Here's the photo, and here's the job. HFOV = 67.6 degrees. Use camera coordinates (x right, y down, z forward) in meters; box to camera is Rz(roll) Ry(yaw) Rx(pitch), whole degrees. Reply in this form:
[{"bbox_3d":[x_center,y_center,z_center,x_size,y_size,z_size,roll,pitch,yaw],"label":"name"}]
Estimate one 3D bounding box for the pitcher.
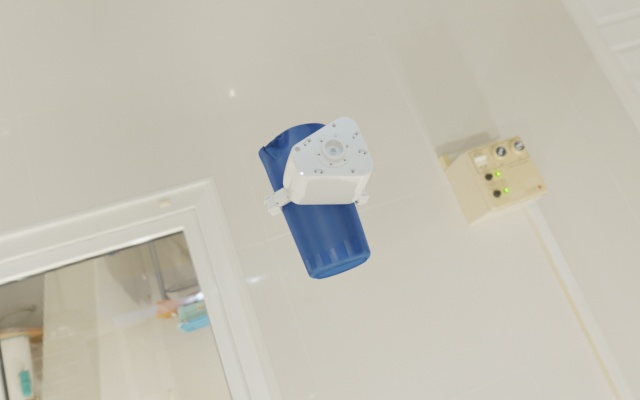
[{"bbox_3d":[0.000,0.003,0.812,0.149,0.242,0.145,-17,-16,-14],"label":"pitcher"}]
